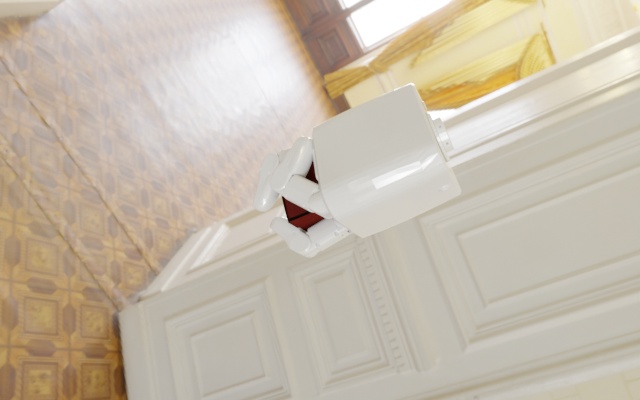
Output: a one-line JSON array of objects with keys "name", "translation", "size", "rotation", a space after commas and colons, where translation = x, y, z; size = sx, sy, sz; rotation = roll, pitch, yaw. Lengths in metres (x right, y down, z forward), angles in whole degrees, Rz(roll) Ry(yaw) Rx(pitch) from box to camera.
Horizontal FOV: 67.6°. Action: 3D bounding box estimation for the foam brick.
[{"name": "foam brick", "translation": [0.000, 0.002, 0.497], "size": [0.051, 0.053, 0.078], "rotation": [-24, -26, 17]}]
